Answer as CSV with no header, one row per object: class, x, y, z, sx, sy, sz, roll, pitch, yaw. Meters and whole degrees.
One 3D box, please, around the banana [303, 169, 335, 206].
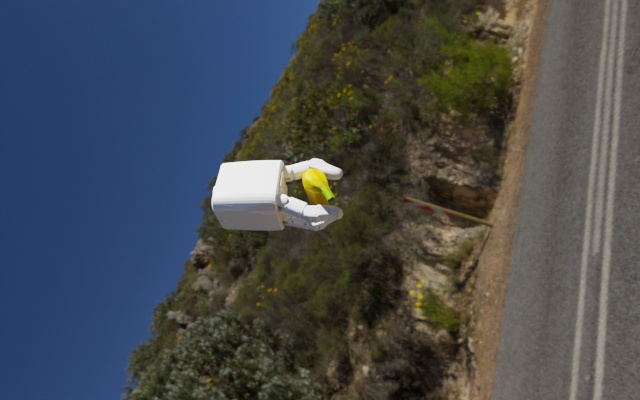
banana,-0.006,-0.015,0.807,0.037,0.069,0.198,-19,-6,-2
